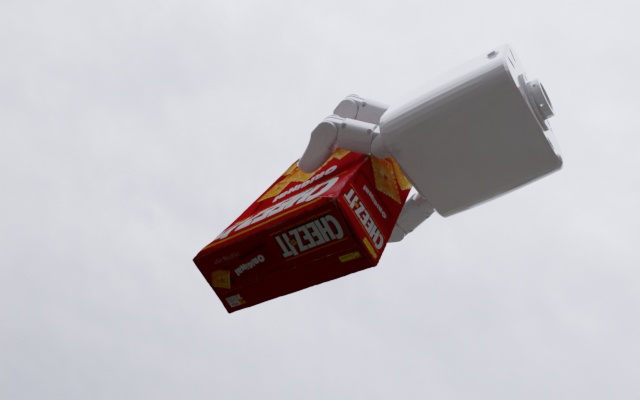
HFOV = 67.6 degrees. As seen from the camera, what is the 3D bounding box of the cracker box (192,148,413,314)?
[{"bbox_3d":[0.000,0.002,0.469,0.164,0.072,0.213,-24,15,32],"label":"cracker box"}]
